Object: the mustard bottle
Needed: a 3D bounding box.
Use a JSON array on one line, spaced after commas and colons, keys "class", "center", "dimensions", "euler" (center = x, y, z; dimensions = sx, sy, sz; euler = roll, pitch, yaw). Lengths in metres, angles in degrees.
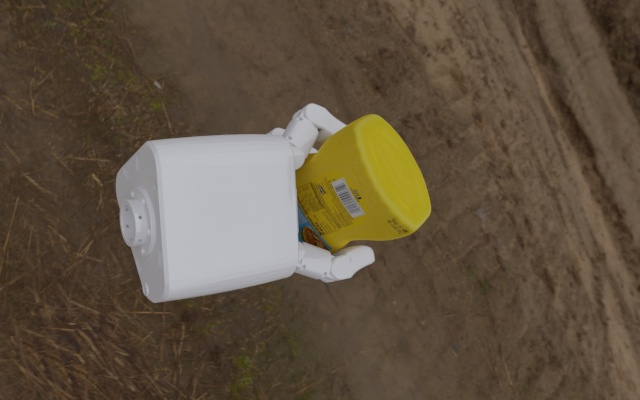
[{"class": "mustard bottle", "center": [0.000, 0.001, 0.430], "dimensions": [0.192, 0.096, 0.058], "euler": [-22, 13, 49]}]
